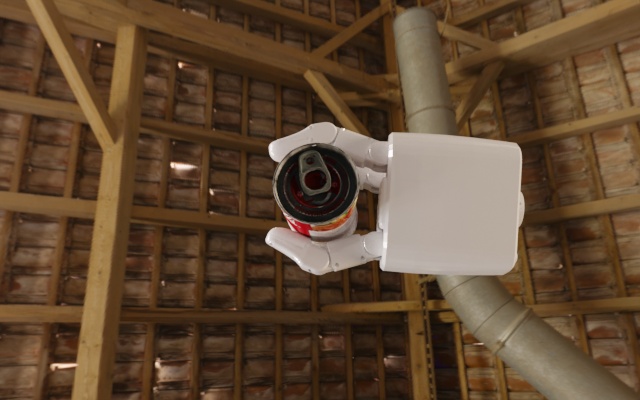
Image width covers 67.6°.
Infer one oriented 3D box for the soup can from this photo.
[{"bbox_3d":[0.000,0.002,0.418,0.068,0.068,0.102,0,-18,4],"label":"soup can"}]
